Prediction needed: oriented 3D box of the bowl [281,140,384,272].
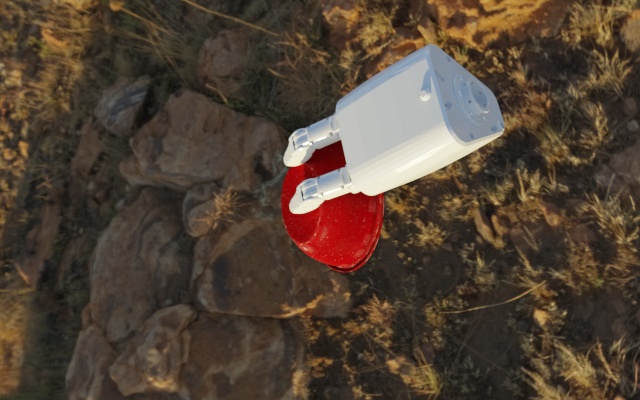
[{"bbox_3d":[-0.001,0.003,0.536,0.055,0.162,0.162,-2,1,-31],"label":"bowl"}]
